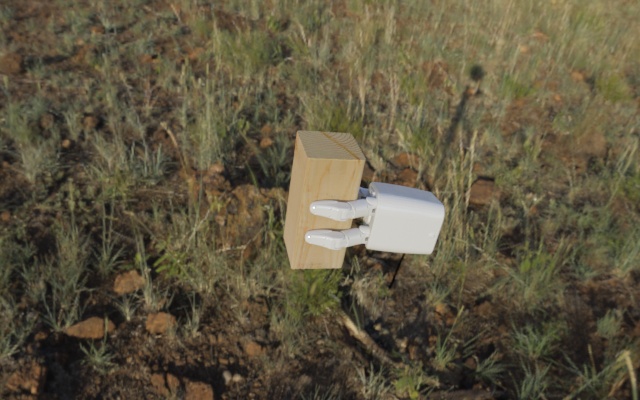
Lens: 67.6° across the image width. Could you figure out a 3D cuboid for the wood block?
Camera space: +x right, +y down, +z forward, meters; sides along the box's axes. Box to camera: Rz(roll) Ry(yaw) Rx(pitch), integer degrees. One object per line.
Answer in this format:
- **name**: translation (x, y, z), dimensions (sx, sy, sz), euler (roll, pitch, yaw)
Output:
- **wood block**: translation (0.000, 0.002, 0.764), dimensions (0.090, 0.206, 0.090), euler (1, 33, -14)
